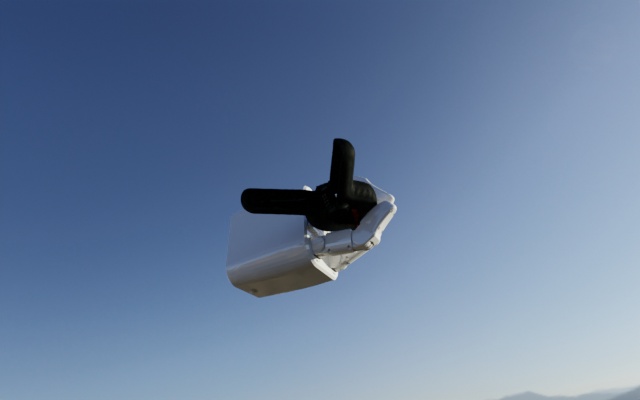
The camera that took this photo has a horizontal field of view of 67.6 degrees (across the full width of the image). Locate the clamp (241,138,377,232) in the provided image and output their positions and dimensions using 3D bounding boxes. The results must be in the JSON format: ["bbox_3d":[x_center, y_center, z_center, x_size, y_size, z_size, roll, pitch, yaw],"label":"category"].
[{"bbox_3d":[0.000,0.001,0.496,0.120,0.039,0.171,-18,-29,15],"label":"clamp"}]
